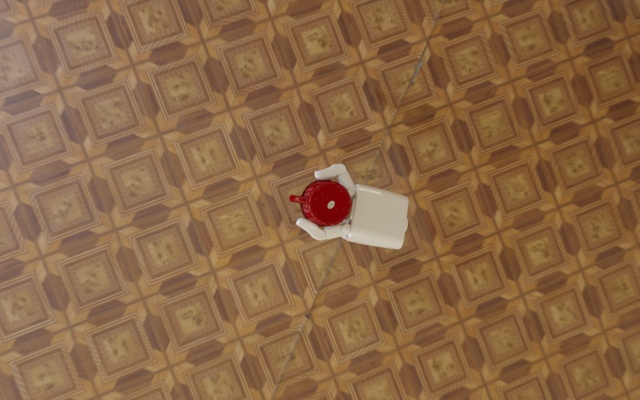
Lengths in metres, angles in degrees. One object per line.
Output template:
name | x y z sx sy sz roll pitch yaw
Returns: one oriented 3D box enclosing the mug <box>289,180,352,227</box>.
mug | -0.001 0.003 0.891 0.117 0.093 0.081 11 -1 -8
